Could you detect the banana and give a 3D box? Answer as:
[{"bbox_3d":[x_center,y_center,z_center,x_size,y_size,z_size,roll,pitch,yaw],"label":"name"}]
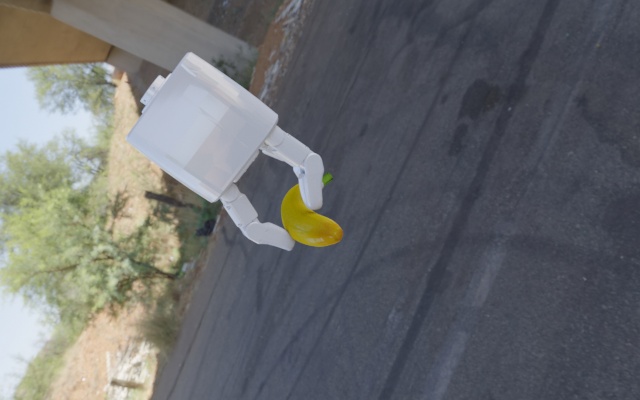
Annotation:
[{"bbox_3d":[-0.015,0.011,0.556,0.069,0.037,0.197,-36,19,11],"label":"banana"}]
